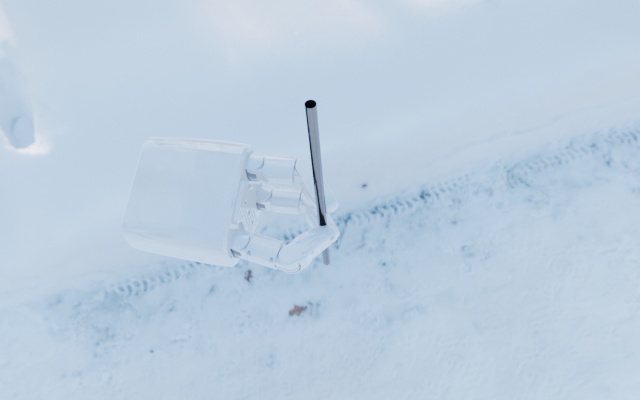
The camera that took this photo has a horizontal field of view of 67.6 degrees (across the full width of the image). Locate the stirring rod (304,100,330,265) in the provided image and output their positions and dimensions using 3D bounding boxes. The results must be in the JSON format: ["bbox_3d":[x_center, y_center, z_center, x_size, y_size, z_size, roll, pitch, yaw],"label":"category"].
[{"bbox_3d":[0.000,0.001,0.414,0.011,0.011,0.240,0,-32,4],"label":"stirring rod"}]
